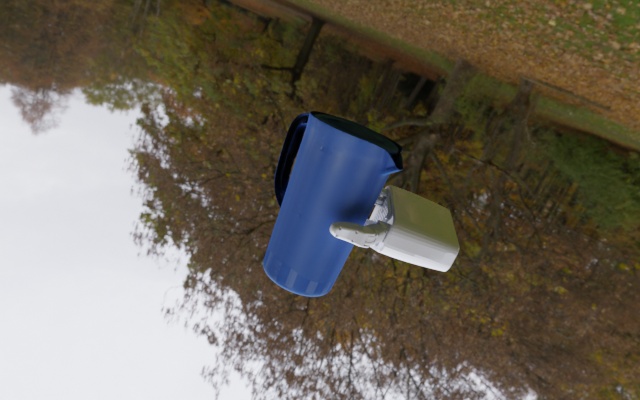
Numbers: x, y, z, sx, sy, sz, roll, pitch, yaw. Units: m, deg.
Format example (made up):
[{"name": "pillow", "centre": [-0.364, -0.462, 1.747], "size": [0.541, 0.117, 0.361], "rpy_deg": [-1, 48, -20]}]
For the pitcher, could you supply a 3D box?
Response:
[{"name": "pitcher", "centre": [0.000, 0.002, 0.672], "size": [0.145, 0.243, 0.149], "rpy_deg": [19, 17, -12]}]
